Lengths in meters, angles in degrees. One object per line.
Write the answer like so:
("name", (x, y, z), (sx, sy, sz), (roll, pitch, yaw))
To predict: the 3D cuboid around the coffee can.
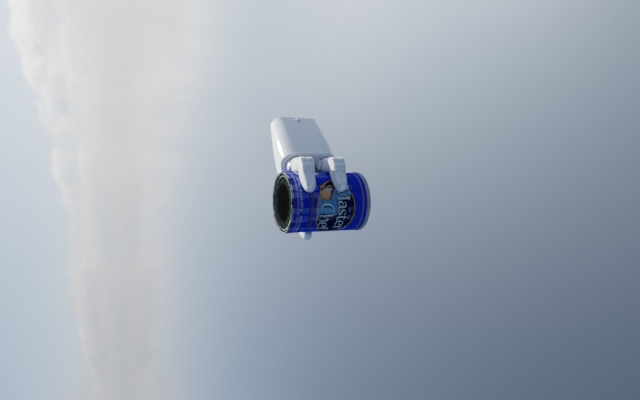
("coffee can", (0.000, 0.003, 0.813), (0.140, 0.103, 0.103), (-1, 0, -23))
